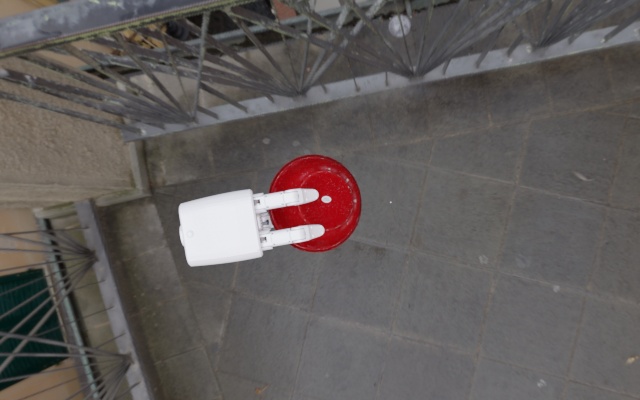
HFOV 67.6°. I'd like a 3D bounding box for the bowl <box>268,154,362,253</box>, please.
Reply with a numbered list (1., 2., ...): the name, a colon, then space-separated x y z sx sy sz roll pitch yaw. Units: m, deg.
1. bowl: 0.001 0.002 0.759 0.162 0.162 0.055 0 -4 -18
